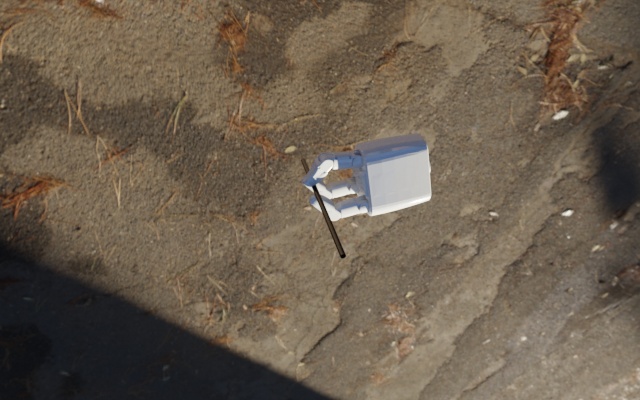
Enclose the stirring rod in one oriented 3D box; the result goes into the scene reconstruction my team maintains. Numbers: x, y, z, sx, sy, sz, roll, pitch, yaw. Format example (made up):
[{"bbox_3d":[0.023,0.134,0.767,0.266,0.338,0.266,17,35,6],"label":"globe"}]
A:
[{"bbox_3d":[0.000,0.002,0.717,0.011,0.011,0.239,0,36,-18],"label":"stirring rod"}]
